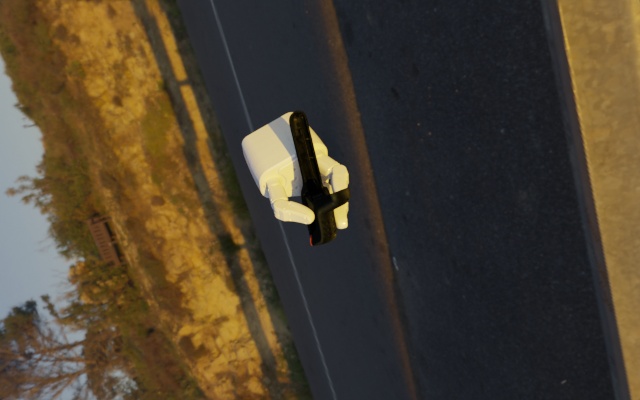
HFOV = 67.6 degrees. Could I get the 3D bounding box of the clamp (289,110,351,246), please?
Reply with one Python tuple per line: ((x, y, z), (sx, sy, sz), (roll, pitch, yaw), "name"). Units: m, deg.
((-0.001, 0.003, 0.664), (0.036, 0.210, 0.164), (-17, 45, -13), "clamp")
